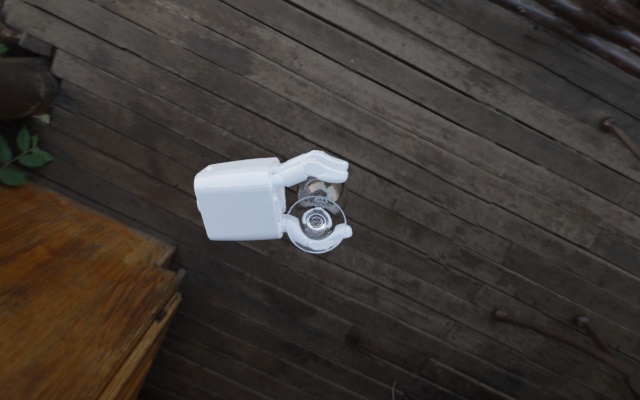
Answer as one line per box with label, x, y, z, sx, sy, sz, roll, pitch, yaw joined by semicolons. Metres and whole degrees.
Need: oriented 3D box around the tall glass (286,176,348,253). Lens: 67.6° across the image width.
tall glass;0.000;0.002;0.674;0.079;0.079;0.201;0;16;4
